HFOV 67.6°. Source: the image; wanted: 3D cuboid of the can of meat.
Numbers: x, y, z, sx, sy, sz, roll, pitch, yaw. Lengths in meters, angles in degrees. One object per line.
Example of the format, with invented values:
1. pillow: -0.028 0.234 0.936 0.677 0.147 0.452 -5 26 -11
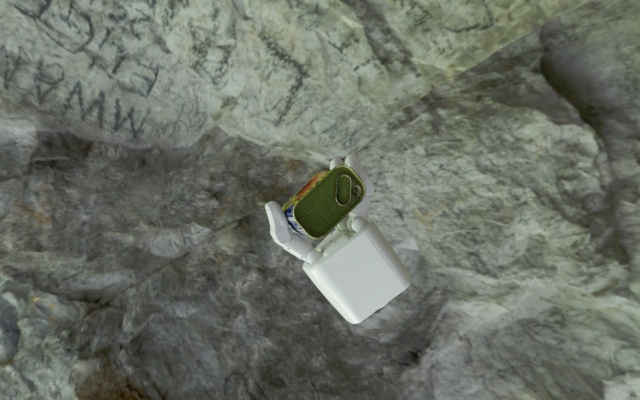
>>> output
1. can of meat: 0.000 0.002 0.645 0.102 0.057 0.084 -44 11 -14
